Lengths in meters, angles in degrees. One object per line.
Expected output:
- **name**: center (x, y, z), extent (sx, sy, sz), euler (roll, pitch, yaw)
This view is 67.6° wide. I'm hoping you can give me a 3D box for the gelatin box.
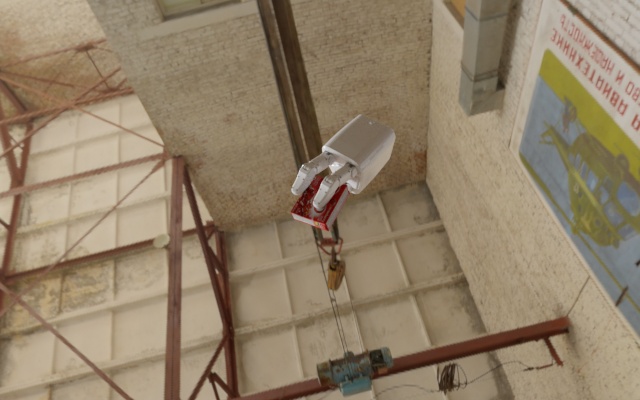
- **gelatin box**: center (0.000, 0.003, 0.853), extent (0.073, 0.089, 0.030), euler (18, -25, 26)
